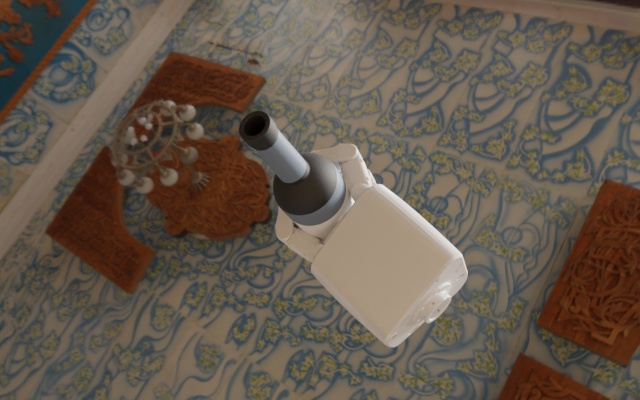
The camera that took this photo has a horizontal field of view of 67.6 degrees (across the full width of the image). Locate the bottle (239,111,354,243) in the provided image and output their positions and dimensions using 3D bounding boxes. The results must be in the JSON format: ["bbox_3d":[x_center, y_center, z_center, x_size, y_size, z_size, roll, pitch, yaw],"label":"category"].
[{"bbox_3d":[0.000,0.002,0.490,0.069,0.069,0.296,0,-24,22],"label":"bottle"}]
